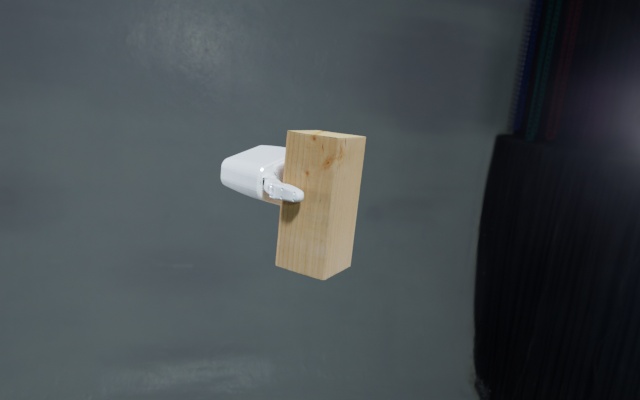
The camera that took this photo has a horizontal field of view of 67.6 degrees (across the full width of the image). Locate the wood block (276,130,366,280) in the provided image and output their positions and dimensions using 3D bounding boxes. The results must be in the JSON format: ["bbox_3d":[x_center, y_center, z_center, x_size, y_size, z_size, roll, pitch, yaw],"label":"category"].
[{"bbox_3d":[0.000,0.002,0.722,0.090,0.206,0.091,13,14,29],"label":"wood block"}]
